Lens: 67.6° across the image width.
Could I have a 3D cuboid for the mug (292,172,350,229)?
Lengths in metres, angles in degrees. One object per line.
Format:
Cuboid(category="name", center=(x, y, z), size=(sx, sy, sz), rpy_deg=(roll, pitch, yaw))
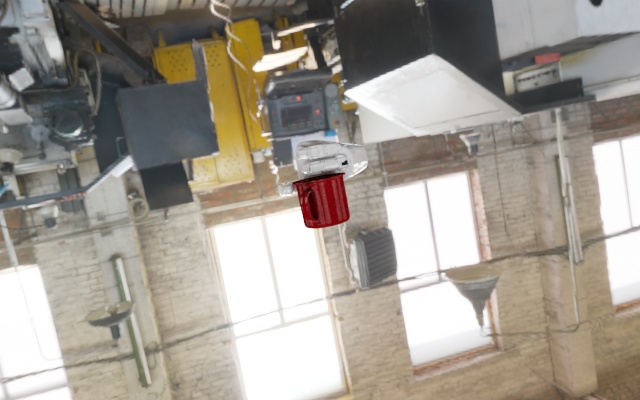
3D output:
Cuboid(category="mug", center=(0.000, 0.003, 0.806), size=(0.093, 0.081, 0.117), rpy_deg=(-8, 7, 24))
